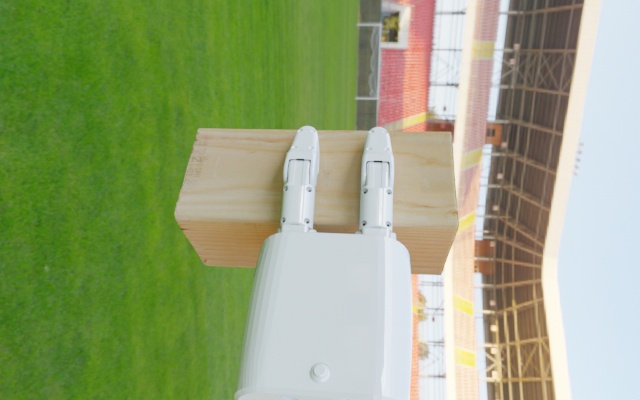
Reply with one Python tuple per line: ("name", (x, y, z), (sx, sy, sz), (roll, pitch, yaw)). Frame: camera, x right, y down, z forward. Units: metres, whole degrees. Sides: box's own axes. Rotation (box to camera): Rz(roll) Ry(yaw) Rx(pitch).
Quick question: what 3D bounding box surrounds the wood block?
("wood block", (0.000, 0.002, 0.400), (0.206, 0.090, 0.091), (2, -32, 6))
